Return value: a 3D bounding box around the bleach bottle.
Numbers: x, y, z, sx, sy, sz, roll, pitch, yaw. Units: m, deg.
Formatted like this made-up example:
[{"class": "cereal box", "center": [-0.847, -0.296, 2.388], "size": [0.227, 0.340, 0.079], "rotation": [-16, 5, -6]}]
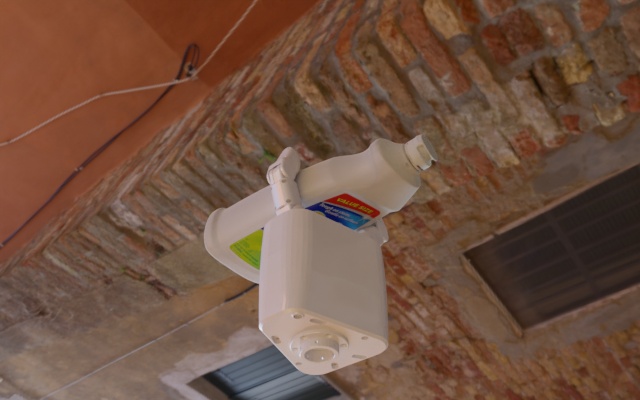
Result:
[{"class": "bleach bottle", "center": [0.000, 0.002, 0.499], "size": [0.251, 0.068, 0.103], "rotation": [-30, -53, 26]}]
